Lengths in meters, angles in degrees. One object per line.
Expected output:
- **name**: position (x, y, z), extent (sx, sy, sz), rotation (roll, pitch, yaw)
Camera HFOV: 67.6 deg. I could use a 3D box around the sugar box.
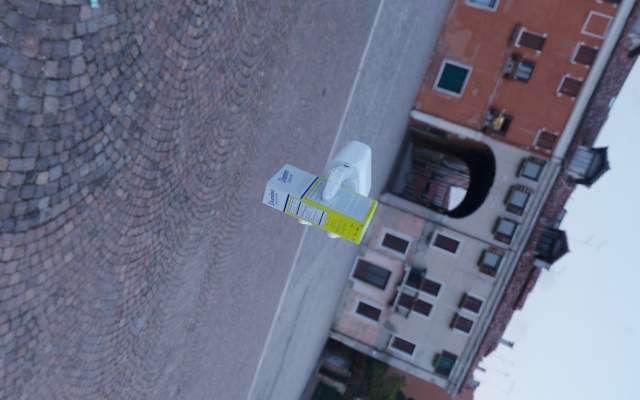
- **sugar box**: position (0.000, 0.003, 0.804), extent (0.176, 0.048, 0.093), rotation (21, 31, 10)
